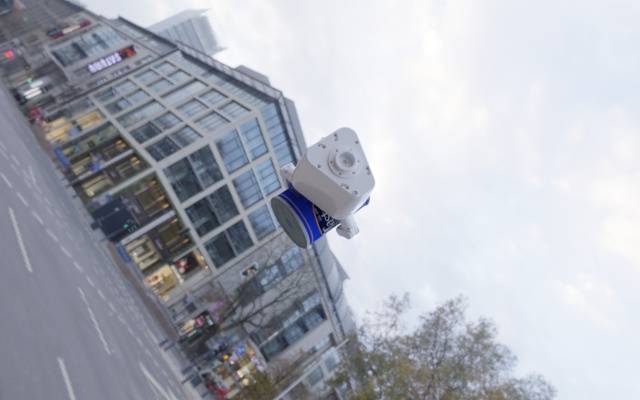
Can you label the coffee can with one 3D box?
[{"bbox_3d":[0.000,0.003,0.826,0.140,0.103,0.103,-34,13,-20],"label":"coffee can"}]
